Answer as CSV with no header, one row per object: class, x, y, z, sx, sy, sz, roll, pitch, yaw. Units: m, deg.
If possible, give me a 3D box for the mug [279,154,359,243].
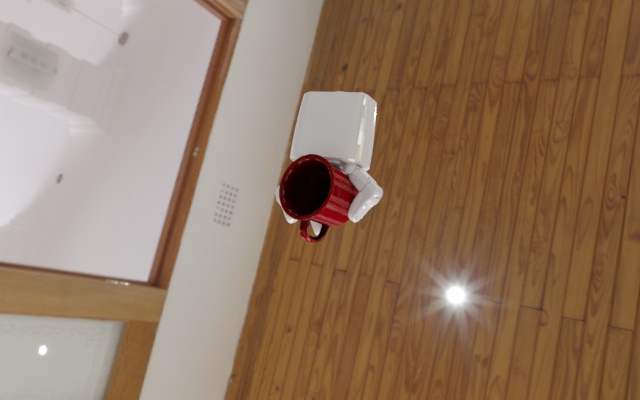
mug,0.000,0.004,0.675,0.093,0.117,0.081,3,-12,36
